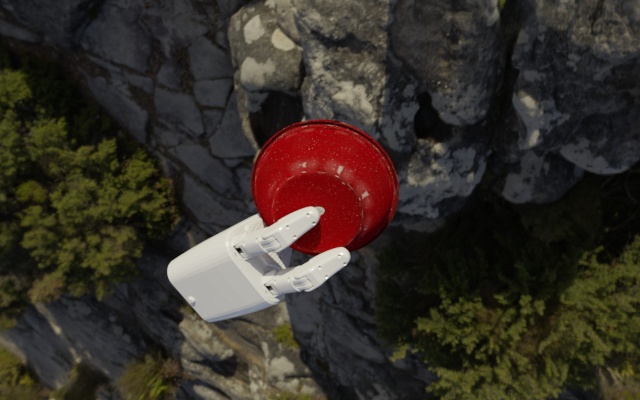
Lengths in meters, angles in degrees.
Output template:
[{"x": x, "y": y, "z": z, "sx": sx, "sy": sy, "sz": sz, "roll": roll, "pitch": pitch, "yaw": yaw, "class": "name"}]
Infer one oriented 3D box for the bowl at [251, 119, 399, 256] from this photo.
[{"x": 0.001, "y": 0.001, "z": 0.494, "sx": 0.162, "sy": 0.162, "sz": 0.055, "roll": 0, "pitch": 26, "yaw": 9, "class": "bowl"}]
